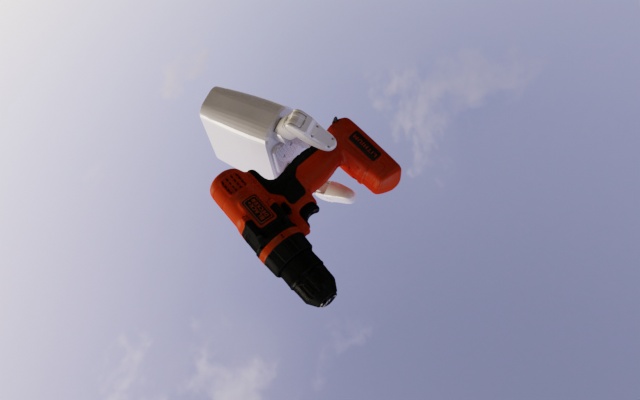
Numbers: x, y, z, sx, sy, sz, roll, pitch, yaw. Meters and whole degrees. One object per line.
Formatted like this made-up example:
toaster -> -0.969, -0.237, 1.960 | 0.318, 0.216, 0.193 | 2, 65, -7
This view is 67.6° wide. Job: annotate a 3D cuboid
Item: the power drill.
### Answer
power drill -> 0.000, 0.001, 0.530 | 0.187, 0.184, 0.057 | -35, -18, -25
